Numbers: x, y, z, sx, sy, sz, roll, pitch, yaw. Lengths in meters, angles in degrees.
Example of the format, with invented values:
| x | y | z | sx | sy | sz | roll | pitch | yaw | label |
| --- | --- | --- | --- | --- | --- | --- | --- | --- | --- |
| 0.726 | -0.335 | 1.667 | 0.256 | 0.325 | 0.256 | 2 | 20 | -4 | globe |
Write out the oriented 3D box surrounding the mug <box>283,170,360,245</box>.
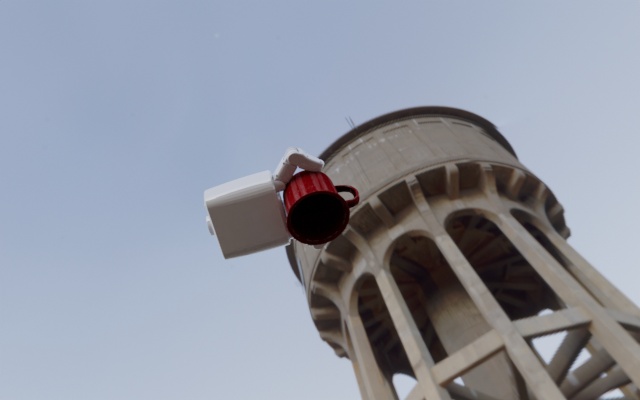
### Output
| x | y | z | sx | sy | sz | roll | pitch | yaw | label |
| --- | --- | --- | --- | --- | --- | --- | --- | --- | --- |
| 0.001 | 0.002 | 0.714 | 0.117 | 0.093 | 0.081 | -17 | 33 | -4 | mug |
